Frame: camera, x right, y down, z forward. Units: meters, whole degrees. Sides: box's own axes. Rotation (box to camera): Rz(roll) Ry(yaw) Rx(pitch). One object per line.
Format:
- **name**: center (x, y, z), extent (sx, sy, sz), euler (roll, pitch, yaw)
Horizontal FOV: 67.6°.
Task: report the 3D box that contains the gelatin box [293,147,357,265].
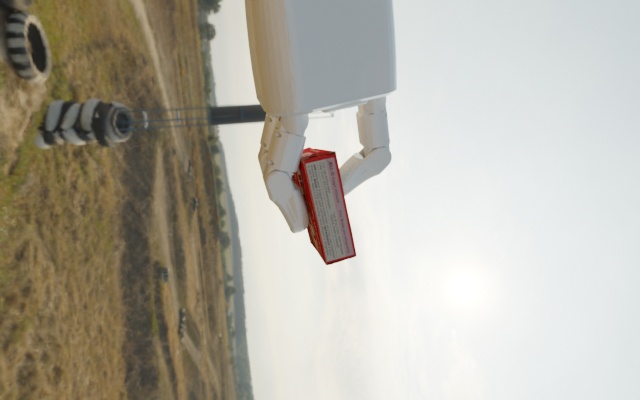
- **gelatin box**: center (0.001, 0.002, 0.405), extent (0.030, 0.089, 0.073), euler (-15, 11, -9)
